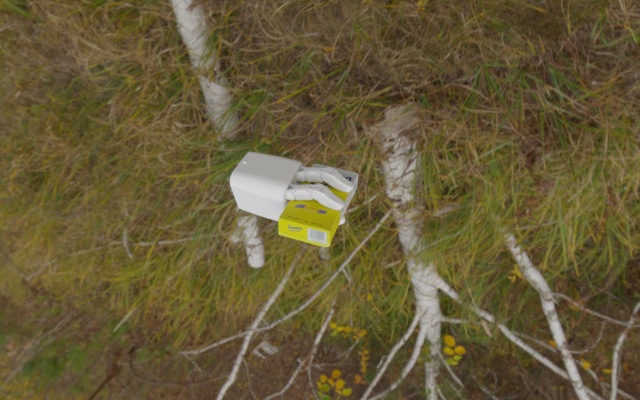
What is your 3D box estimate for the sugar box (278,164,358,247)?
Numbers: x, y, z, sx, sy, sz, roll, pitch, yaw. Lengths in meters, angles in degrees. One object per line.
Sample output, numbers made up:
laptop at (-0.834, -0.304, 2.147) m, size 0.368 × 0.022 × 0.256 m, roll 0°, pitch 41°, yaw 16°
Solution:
sugar box at (0.000, 0.002, 0.856) m, size 0.093 × 0.048 × 0.176 m, roll 14°, pitch 43°, yaw 12°
